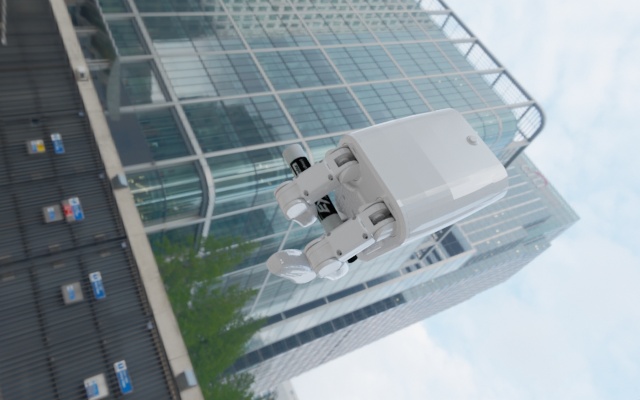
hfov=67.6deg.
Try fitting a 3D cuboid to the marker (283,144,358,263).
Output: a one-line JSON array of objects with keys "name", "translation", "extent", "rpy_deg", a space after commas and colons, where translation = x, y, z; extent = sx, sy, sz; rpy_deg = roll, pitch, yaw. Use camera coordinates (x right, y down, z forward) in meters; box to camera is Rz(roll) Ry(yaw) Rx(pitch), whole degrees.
[{"name": "marker", "translation": [0.000, 0.001, 0.415], "extent": [0.020, 0.121, 0.020], "rpy_deg": [-24, -26, -12]}]
